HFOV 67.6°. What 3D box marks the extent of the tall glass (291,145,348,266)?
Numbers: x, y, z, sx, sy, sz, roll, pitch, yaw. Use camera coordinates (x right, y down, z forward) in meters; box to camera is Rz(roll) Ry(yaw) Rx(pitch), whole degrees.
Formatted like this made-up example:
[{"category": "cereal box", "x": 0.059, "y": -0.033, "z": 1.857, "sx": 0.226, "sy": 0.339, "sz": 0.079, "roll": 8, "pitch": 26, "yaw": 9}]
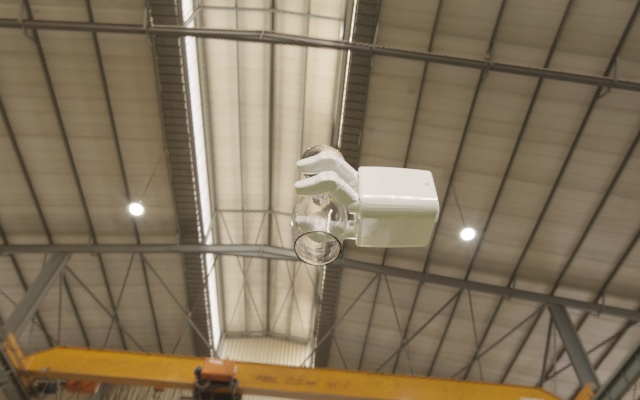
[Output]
[{"category": "tall glass", "x": 0.000, "y": 0.002, "z": 0.692, "sx": 0.079, "sy": 0.079, "sz": 0.201, "roll": 0, "pitch": 37, "yaw": 3}]
